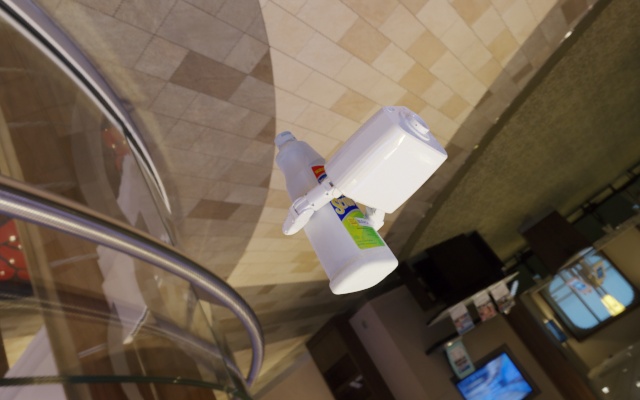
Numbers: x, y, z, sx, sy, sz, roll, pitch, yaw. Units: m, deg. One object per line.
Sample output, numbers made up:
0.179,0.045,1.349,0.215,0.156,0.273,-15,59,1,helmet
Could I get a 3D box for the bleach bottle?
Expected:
0.000,0.002,0.650,0.102,0.250,0.068,3,-43,-52,bleach bottle
